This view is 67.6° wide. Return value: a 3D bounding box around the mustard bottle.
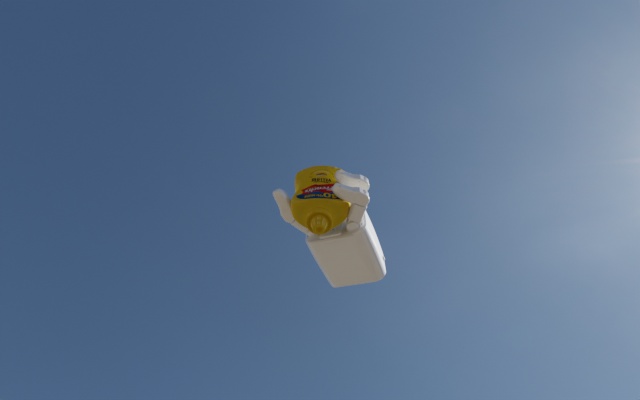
[{"bbox_3d":[0.000,0.002,0.791,0.096,0.058,0.191,2,26,1],"label":"mustard bottle"}]
